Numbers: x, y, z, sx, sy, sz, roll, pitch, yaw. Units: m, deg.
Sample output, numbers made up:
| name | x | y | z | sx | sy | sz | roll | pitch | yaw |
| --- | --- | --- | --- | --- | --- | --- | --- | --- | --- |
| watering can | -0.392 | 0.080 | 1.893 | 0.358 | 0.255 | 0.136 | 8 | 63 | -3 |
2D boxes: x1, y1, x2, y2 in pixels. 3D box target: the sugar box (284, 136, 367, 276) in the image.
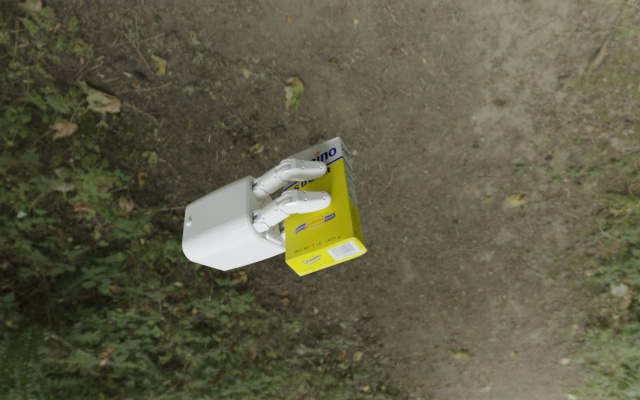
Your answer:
| name | x | y | z | sx | sy | sz | roll | pitch | yaw |
| --- | --- | --- | --- | --- | --- | --- | --- | --- | --- |
| sugar box | 0.000 | 0.002 | 0.622 | 0.093 | 0.176 | 0.048 | -21 | -41 | 16 |
